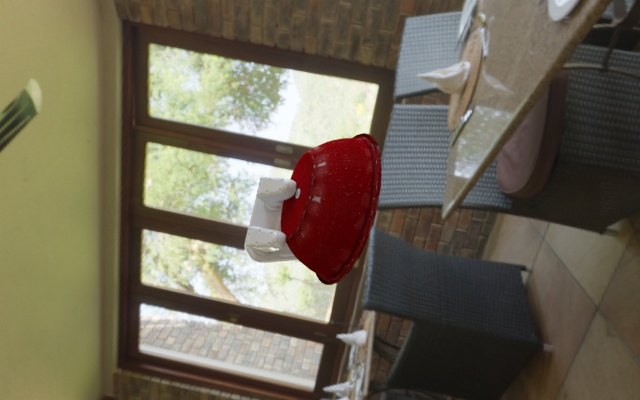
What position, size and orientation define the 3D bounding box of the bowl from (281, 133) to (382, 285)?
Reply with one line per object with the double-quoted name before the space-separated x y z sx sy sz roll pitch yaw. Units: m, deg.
"bowl" 0.000 0.001 0.487 0.055 0.162 0.162 15 -5 -19
